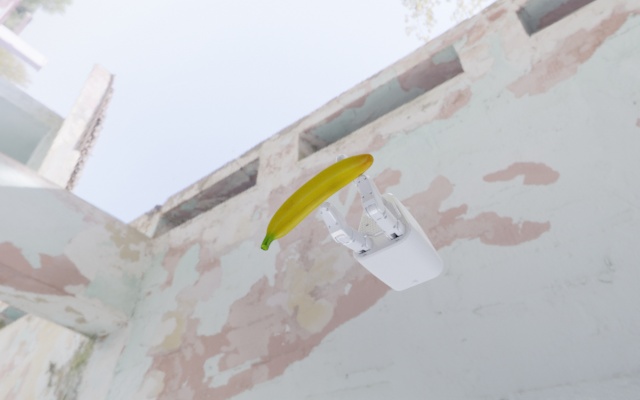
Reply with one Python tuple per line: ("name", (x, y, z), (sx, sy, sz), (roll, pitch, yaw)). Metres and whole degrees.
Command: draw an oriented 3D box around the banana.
("banana", (-0.007, -0.004, 0.679), (0.037, 0.198, 0.069), (45, 7, -30))
